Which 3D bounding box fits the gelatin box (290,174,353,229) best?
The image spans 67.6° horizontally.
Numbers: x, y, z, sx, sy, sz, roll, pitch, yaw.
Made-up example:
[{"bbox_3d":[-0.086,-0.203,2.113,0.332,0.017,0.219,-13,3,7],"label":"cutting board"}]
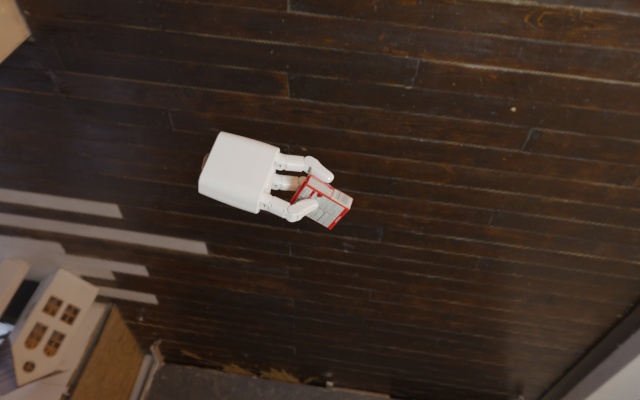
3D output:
[{"bbox_3d":[0.000,0.003,0.827,0.089,0.030,0.073,30,-41,-8],"label":"gelatin box"}]
